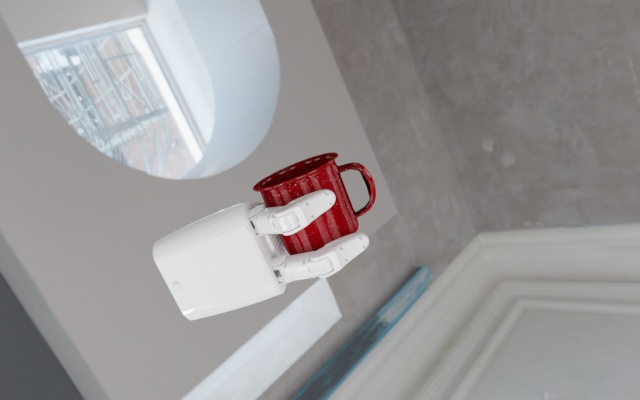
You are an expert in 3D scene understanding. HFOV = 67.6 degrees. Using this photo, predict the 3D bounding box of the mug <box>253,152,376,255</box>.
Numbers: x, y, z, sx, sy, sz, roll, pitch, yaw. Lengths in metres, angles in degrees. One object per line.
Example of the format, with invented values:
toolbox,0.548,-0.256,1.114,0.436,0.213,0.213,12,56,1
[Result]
mug,0.002,0.001,0.490,0.117,0.081,0.093,-20,13,10
